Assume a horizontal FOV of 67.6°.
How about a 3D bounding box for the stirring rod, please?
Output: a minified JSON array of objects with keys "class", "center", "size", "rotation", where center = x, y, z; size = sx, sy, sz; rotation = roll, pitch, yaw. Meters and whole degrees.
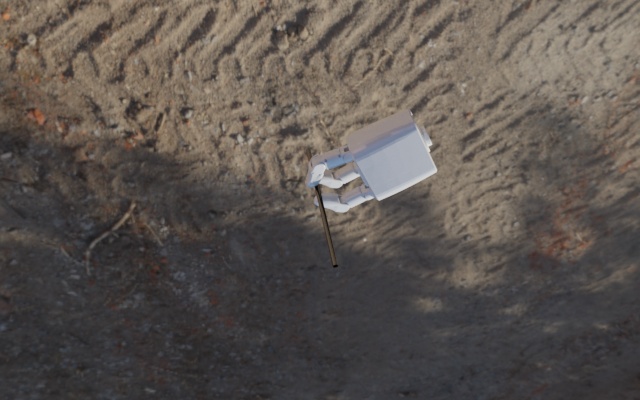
[{"class":"stirring rod","center":[0.000,0.002,0.751],"size":[0.011,0.239,0.011],"rotation":[-8,-40,-7]}]
